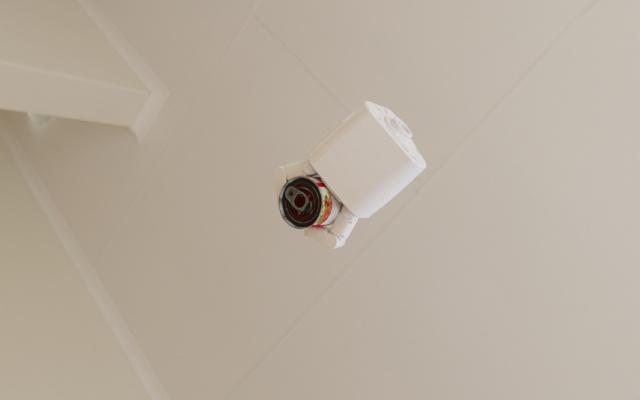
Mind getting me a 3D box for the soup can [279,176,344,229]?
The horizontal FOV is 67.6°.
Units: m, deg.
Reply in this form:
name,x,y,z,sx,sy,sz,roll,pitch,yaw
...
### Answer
name,x,y,z,sx,sy,sz,roll,pitch,yaw
soup can,0.000,0.003,0.650,0.068,0.068,0.102,0,1,32
